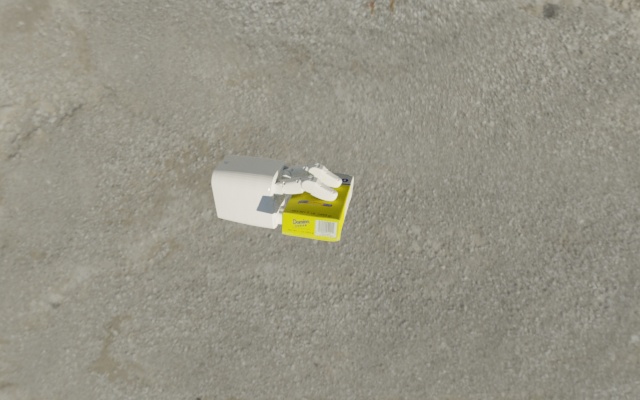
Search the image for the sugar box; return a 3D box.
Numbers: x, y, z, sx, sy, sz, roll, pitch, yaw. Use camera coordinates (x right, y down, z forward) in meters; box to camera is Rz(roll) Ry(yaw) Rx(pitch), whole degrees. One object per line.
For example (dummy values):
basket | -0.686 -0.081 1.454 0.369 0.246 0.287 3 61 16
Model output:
sugar box | 0.000 0.002 0.806 0.093 0.048 0.176 8 30 7
